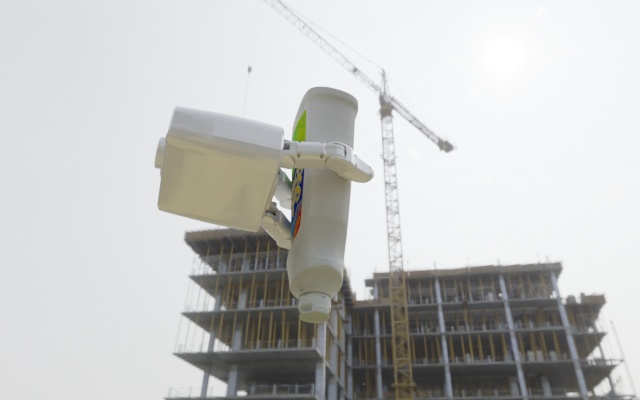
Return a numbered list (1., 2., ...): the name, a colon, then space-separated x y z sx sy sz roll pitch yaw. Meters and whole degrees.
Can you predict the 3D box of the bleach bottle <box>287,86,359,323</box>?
1. bleach bottle: 0.000 0.002 0.509 0.068 0.250 0.103 11 -36 -13
